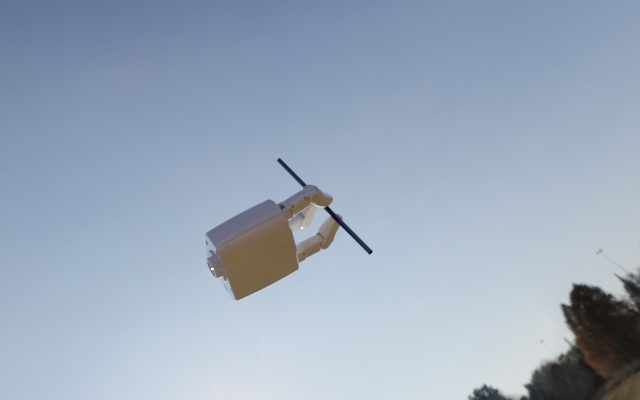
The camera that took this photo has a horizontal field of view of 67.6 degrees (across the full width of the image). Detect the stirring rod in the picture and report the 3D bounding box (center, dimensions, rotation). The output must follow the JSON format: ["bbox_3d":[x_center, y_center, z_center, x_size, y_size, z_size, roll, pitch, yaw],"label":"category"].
[{"bbox_3d":[0.000,0.002,0.733,0.011,0.011,0.239,0,36,-46],"label":"stirring rod"}]
